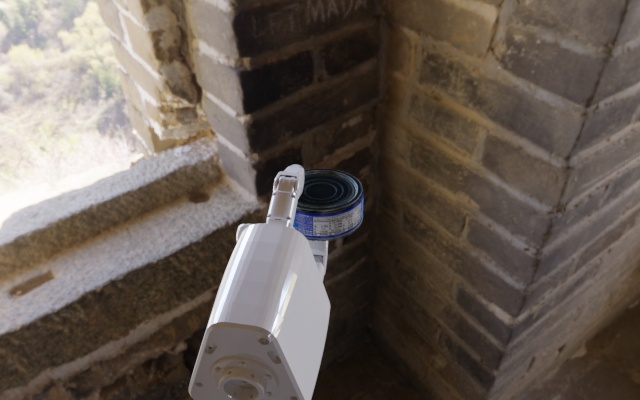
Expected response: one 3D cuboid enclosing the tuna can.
[{"bbox_3d":[0.000,0.001,0.472,0.086,0.034,0.086,0,32,0],"label":"tuna can"}]
